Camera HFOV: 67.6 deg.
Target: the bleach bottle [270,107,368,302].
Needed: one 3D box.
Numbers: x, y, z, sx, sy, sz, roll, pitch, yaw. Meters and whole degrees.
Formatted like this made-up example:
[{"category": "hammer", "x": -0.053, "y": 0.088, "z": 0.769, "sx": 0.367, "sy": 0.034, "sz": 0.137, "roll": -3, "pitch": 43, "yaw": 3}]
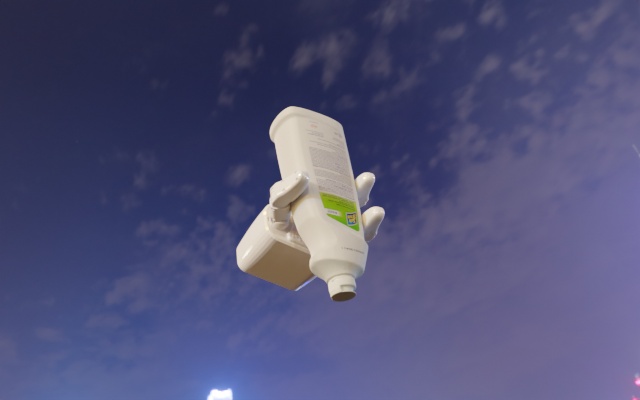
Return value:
[{"category": "bleach bottle", "x": 0.000, "y": 0.002, "z": 0.592, "sx": 0.102, "sy": 0.250, "sz": 0.068, "roll": 13, "pitch": -40, "yaw": -30}]
